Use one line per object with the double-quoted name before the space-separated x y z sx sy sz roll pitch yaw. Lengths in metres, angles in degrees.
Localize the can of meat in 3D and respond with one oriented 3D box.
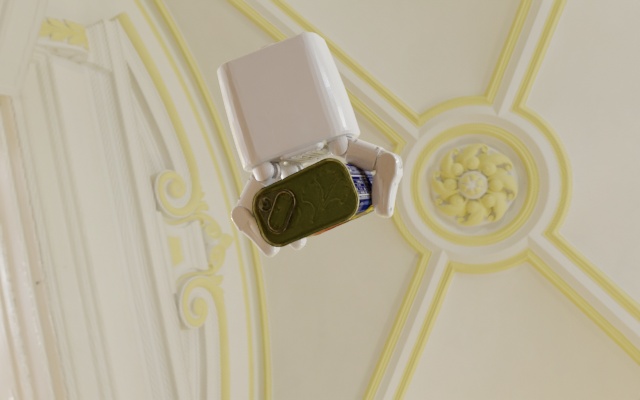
"can of meat" 0.000 0.002 0.459 0.102 0.057 0.084 -24 -7 22
